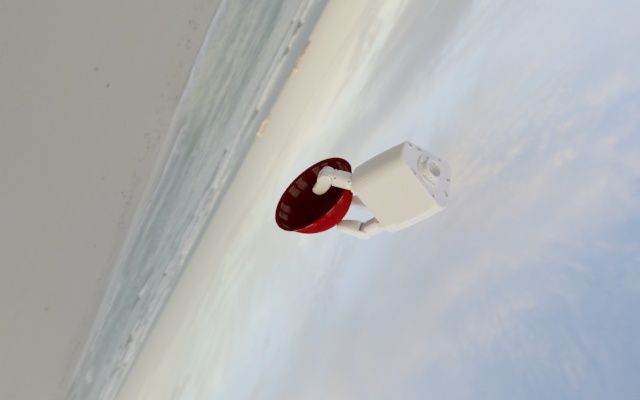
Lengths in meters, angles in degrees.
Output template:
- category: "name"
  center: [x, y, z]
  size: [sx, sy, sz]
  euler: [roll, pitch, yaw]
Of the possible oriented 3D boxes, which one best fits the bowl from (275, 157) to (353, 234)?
- category: "bowl"
  center: [-0.001, 0.003, 0.823]
  size: [0.162, 0.162, 0.055]
  euler: [0, -39, 48]
